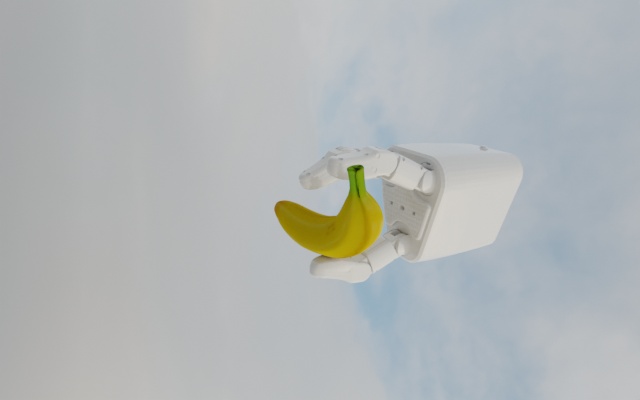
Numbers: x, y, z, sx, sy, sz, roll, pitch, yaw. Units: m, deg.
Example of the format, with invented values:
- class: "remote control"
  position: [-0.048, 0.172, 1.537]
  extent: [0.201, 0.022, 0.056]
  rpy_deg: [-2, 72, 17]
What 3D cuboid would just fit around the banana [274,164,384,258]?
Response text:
- class: "banana"
  position: [0.006, 0.019, 0.429]
  extent: [0.037, 0.069, 0.198]
  rpy_deg: [-14, -3, -25]
